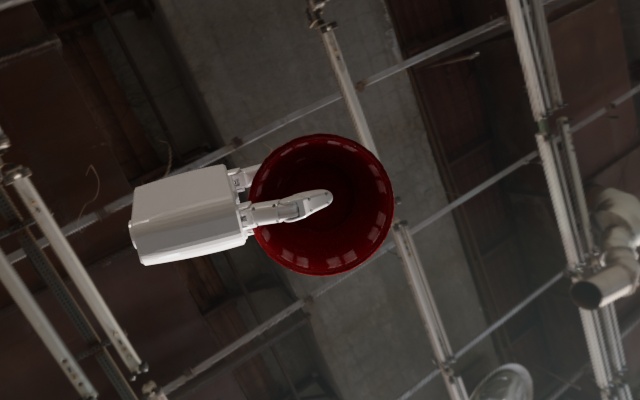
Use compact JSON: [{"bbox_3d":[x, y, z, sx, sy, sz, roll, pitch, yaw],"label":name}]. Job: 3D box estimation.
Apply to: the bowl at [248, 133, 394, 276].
[{"bbox_3d":[0.001,0.002,0.548,0.162,0.162,0.055,0,13,-3],"label":"bowl"}]
